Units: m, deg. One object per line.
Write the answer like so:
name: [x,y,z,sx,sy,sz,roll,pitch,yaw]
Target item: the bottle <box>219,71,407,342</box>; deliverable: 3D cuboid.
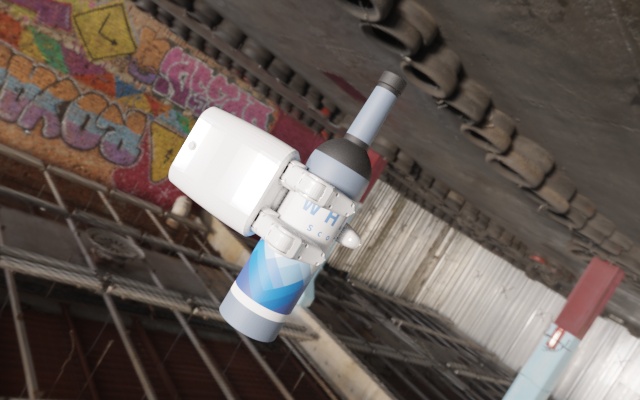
bottle: [0.000,0.002,0.489,0.069,0.296,0.069,31,3,-1]
